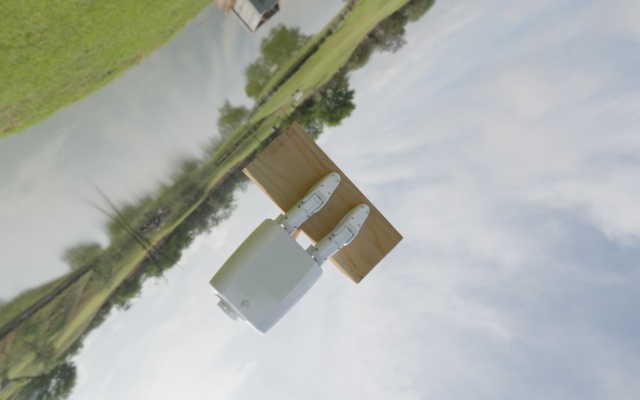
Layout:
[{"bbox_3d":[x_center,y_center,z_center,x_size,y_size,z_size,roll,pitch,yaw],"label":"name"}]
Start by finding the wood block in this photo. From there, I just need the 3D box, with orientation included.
[{"bbox_3d":[0.000,0.002,0.642,0.090,0.206,0.091,-44,10,-6],"label":"wood block"}]
